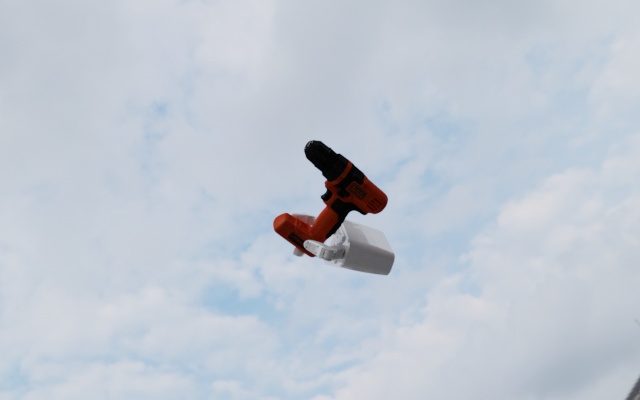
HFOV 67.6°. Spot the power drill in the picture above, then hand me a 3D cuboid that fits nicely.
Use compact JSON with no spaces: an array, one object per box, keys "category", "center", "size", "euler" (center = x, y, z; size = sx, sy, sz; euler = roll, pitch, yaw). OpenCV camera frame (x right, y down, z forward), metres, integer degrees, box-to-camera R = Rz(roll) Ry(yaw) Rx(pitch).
[{"category":"power drill","center":[0.000,0.003,0.863],"size":[0.184,0.188,0.057],"euler":[39,23,-17]}]
